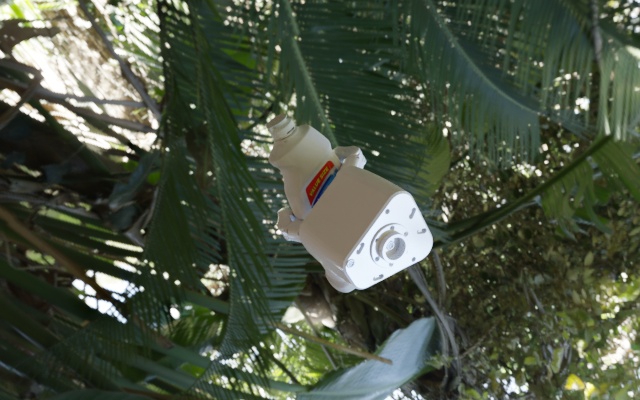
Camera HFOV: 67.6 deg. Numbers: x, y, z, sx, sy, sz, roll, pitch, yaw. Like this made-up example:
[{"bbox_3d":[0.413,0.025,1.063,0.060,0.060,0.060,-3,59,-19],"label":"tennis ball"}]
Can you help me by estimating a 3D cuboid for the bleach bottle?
[{"bbox_3d":[0.000,0.002,0.626,0.102,0.251,0.068,-38,30,-10],"label":"bleach bottle"}]
